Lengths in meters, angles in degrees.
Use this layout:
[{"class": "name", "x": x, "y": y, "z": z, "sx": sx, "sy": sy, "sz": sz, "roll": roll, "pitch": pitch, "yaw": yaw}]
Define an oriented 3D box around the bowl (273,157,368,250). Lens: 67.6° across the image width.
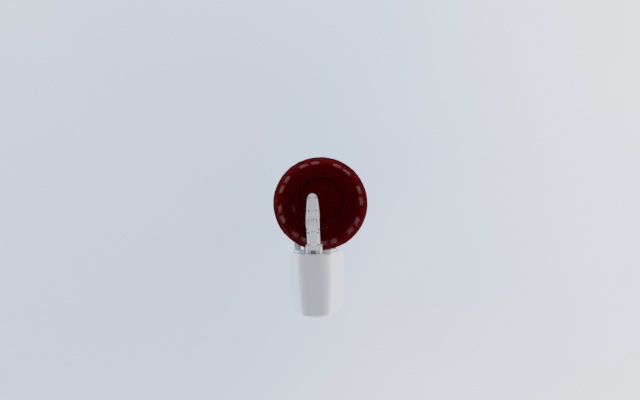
[{"class": "bowl", "x": 0.000, "y": 0.001, "z": 0.839, "sx": 0.162, "sy": 0.162, "sz": 0.055, "roll": 0, "pitch": 9, "yaw": 1}]
